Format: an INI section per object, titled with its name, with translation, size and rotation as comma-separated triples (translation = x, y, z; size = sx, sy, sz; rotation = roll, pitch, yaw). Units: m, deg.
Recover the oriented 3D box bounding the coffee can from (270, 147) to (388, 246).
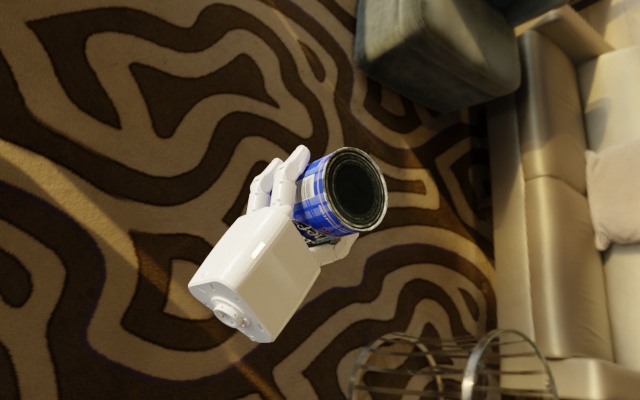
[coffee can]
translation = 0.000, 0.002, 0.610
size = 0.103, 0.103, 0.140
rotation = 0, -13, -40
